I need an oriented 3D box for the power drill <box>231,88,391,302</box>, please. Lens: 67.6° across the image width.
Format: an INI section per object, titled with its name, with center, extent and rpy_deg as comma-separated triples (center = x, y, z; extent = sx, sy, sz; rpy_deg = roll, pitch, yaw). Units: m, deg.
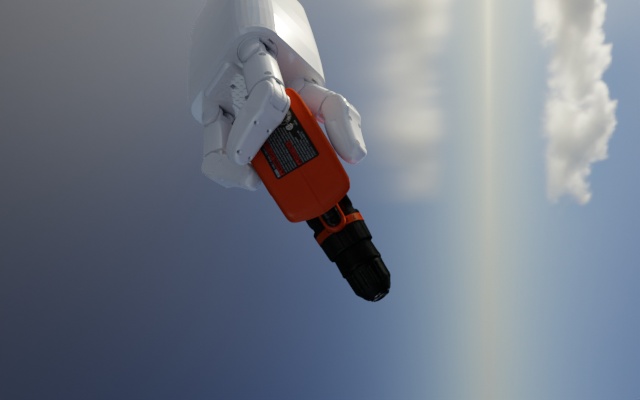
[power drill]
center = 0.000, 0.001, 0.420
extent = 0.057, 0.184, 0.188
rpy_deg = -33, -19, -1
